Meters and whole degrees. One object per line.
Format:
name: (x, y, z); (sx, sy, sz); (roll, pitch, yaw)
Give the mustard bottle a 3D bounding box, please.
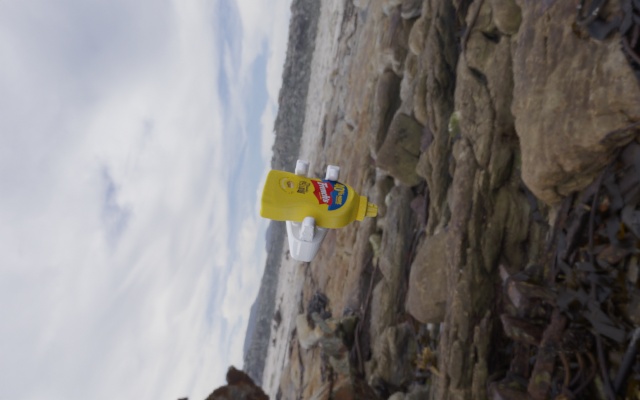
mustard bottle: (0.000, 0.002, 0.795); (0.191, 0.058, 0.096); (10, 38, -2)
